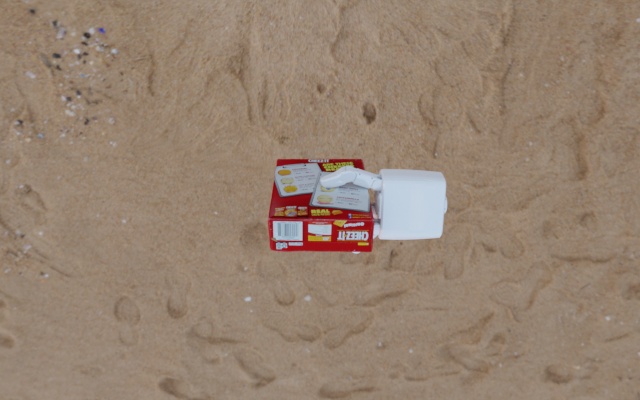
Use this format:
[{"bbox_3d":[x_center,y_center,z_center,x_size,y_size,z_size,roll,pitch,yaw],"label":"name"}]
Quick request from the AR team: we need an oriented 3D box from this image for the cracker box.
[{"bbox_3d":[0.000,0.003,0.823,0.164,0.072,0.213,0,30,-1],"label":"cracker box"}]
